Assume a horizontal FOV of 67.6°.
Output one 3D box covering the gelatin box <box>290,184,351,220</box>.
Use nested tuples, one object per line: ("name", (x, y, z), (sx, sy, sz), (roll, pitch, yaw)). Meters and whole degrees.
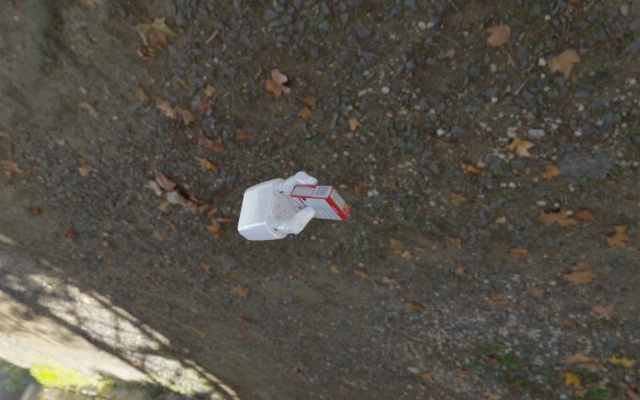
("gelatin box", (0.000, 0.003, 0.870), (0.089, 0.030, 0.073), (4, -32, 38))
